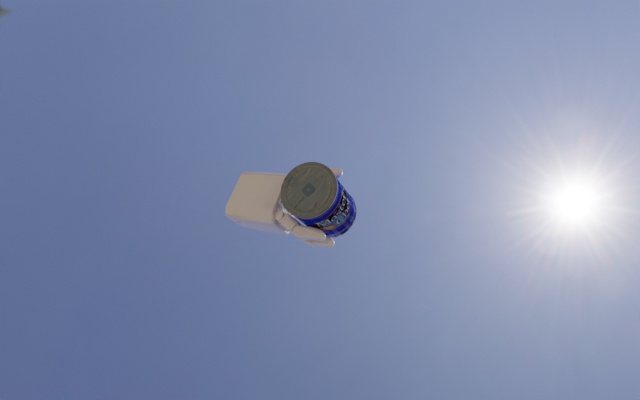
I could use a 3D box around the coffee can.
[{"bbox_3d":[0.000,0.003,0.878,0.103,0.102,0.140,0,-18,19],"label":"coffee can"}]
